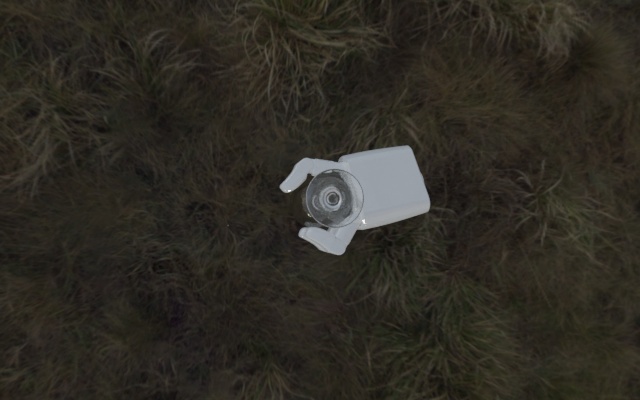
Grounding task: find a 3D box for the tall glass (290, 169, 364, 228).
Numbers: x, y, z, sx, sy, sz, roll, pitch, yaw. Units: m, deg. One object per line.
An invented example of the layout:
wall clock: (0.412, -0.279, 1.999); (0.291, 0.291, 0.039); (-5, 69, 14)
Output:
tall glass: (0.000, 0.002, 0.690); (0.079, 0.079, 0.201); (0, -3, -11)
